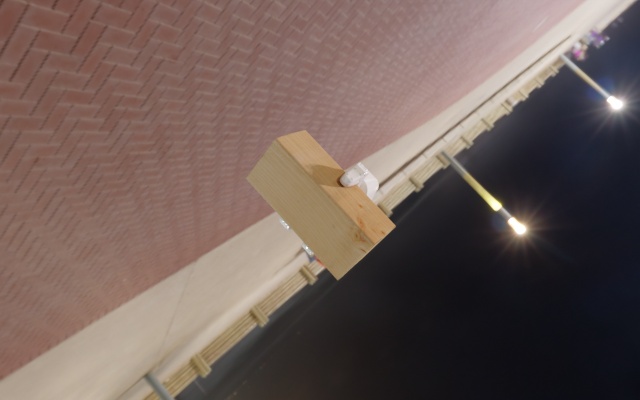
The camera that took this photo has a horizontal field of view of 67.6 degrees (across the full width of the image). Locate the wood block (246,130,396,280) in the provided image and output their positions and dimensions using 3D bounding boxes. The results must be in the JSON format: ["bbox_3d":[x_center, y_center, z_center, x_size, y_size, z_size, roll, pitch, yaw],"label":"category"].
[{"bbox_3d":[0.001,0.002,0.719,0.091,0.206,0.090,-49,-10,31],"label":"wood block"}]
